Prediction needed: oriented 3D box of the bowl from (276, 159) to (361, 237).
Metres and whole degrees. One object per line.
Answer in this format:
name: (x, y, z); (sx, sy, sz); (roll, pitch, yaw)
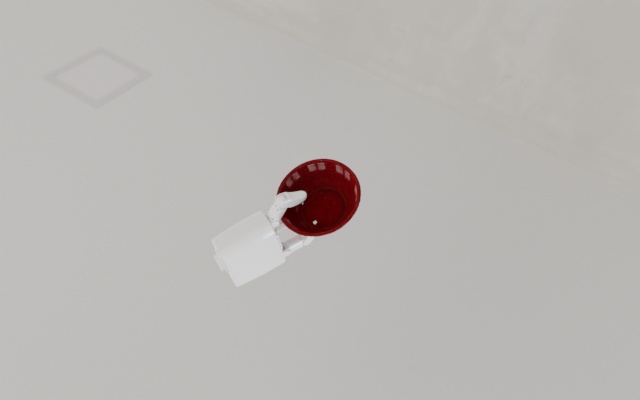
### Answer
bowl: (0.001, 0.003, 0.900); (0.162, 0.162, 0.055); (0, -26, 15)
